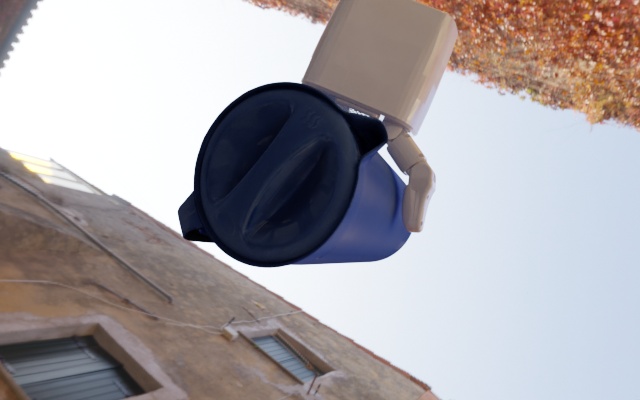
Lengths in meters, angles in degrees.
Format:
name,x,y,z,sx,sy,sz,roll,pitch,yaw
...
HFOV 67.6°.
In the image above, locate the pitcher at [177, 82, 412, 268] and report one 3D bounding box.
name,x,y,z,sx,sy,sz,roll,pitch,yaw
pitcher,0.000,0.001,0.440,0.149,0.145,0.243,23,0,25
